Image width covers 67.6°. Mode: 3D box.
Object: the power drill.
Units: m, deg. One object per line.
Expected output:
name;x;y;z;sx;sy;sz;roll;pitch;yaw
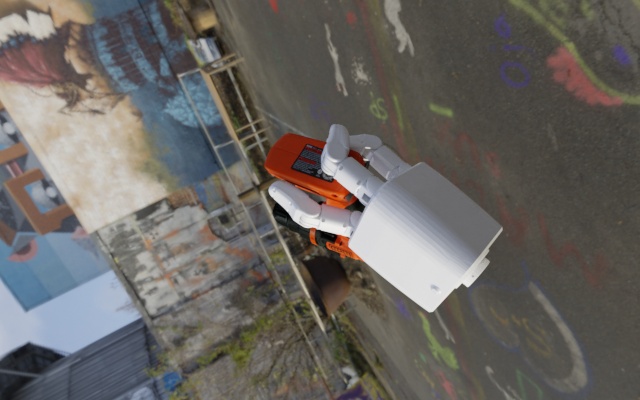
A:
power drill;0.000;0.002;0.570;0.184;0.057;0.188;18;-24;25
